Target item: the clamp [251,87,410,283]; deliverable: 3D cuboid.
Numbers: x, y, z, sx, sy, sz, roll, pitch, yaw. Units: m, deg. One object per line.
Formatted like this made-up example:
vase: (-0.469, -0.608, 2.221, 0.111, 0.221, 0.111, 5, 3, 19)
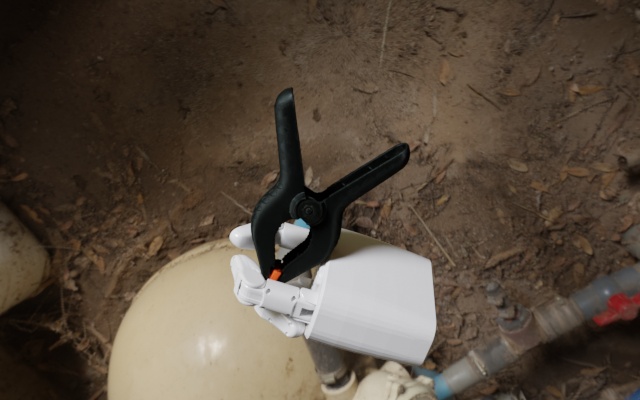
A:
clamp: (0.000, 0.002, 0.411, 0.120, 0.171, 0.039, 17, 19, -3)
